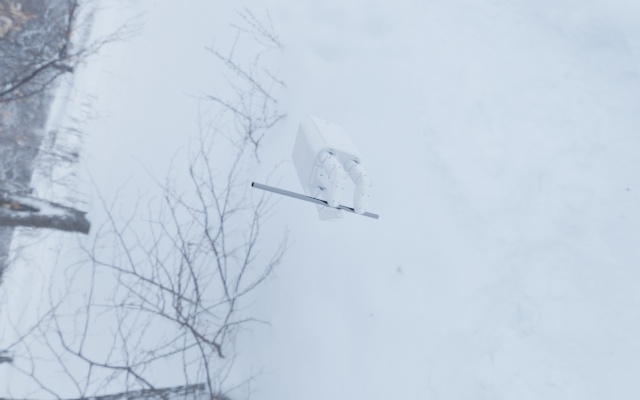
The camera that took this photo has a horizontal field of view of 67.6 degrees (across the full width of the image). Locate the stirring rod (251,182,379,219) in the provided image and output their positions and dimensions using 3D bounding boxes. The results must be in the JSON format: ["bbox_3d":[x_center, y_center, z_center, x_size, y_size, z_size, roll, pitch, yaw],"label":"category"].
[{"bbox_3d":[0.000,0.002,0.748,0.239,0.011,0.011,15,-8,-33],"label":"stirring rod"}]
